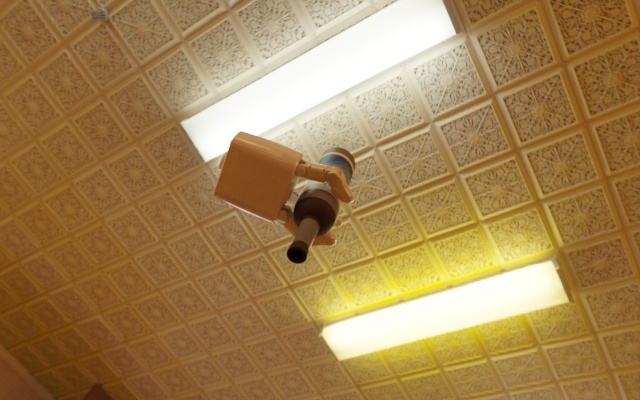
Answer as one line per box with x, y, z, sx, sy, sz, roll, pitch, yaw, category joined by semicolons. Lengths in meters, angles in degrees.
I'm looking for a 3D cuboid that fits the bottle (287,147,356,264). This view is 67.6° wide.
0.000;0.002;0.747;0.069;0.069;0.295;0;28;14;bottle
